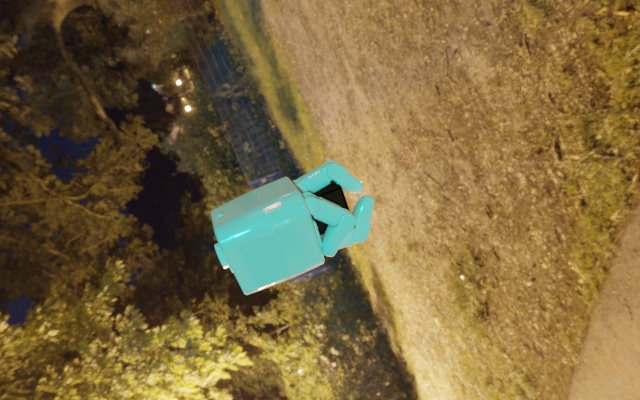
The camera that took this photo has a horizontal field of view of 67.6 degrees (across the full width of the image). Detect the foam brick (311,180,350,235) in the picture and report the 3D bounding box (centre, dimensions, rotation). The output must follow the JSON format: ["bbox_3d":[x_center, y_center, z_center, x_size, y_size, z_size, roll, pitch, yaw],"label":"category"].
[{"bbox_3d":[0.000,0.002,0.629,0.051,0.053,0.078,-23,23,-8],"label":"foam brick"}]
